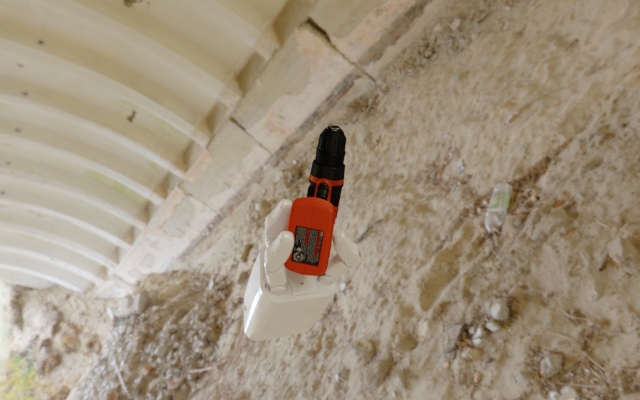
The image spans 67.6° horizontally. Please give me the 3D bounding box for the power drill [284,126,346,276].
[{"bbox_3d":[0.000,0.003,0.653,0.057,0.184,0.187,9,21,6],"label":"power drill"}]
